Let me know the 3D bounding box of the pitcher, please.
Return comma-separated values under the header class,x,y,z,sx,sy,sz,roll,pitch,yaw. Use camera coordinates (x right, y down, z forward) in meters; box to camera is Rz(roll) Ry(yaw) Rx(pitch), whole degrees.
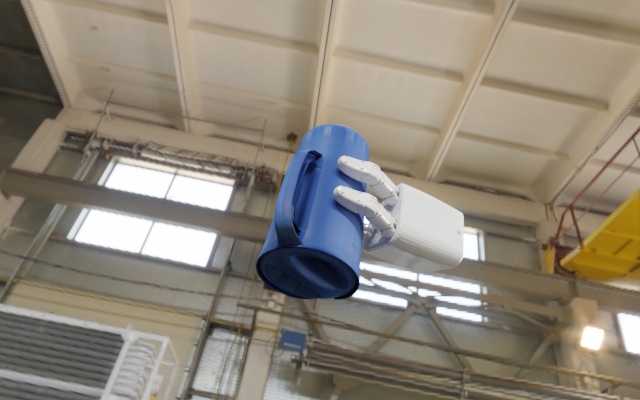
class,x,y,z,sx,sy,sz,roll,pitch,yaw
pitcher,0.000,0.002,0.663,0.145,0.242,0.149,23,-39,-14
